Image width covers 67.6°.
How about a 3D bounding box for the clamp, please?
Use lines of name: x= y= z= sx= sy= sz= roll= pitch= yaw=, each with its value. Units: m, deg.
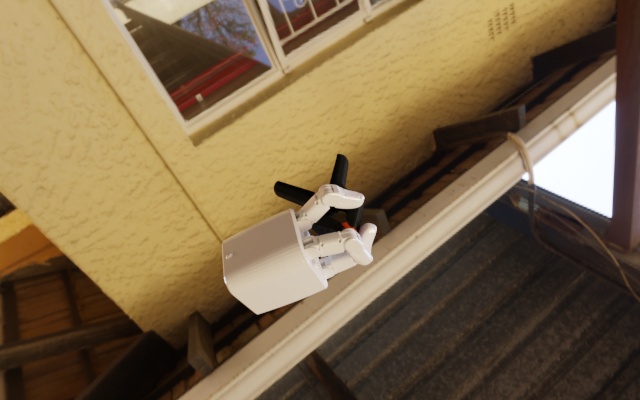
clamp: x=0.000 y=0.003 z=0.672 sx=0.120 sy=0.039 sz=0.171 roll=-24 pitch=39 yaw=4
